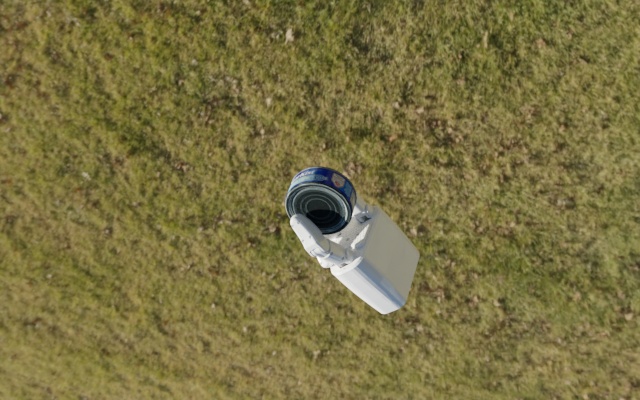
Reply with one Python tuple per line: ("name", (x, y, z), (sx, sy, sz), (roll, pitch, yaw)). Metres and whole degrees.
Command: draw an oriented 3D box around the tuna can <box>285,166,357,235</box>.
("tuna can", (0.000, 0.002, 0.591), (0.086, 0.086, 0.033), (0, 39, 16))
